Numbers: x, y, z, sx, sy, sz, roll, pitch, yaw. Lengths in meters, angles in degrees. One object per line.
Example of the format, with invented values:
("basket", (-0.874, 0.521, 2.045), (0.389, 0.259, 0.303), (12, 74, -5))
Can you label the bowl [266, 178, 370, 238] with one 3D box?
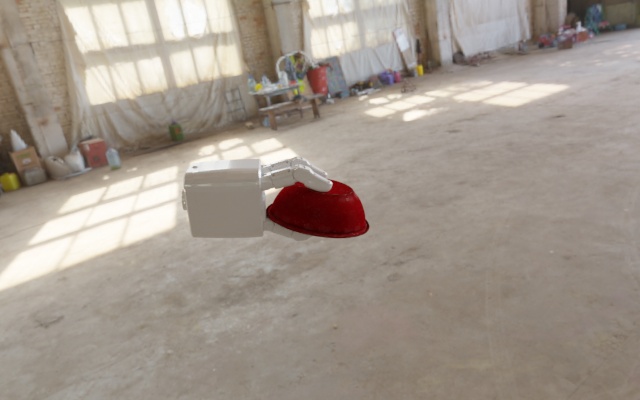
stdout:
("bowl", (0.001, 0.002, 0.727), (0.162, 0.055, 0.162), (9, 16, -3))
